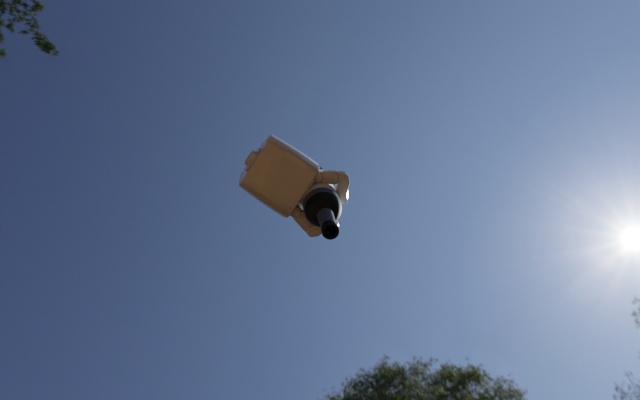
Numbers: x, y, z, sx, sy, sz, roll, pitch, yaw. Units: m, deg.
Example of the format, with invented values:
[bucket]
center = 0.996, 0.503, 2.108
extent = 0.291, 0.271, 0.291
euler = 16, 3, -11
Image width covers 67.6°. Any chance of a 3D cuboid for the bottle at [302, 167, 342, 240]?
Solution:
[bottle]
center = 0.000, 0.003, 0.868
extent = 0.069, 0.069, 0.295
euler = 0, 18, -6
